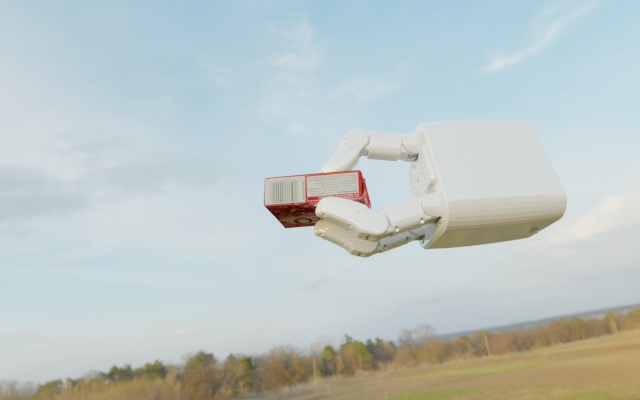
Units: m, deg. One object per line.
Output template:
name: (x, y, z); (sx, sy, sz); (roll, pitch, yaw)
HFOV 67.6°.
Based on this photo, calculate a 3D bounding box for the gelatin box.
gelatin box: (0.000, 0.001, 0.440); (0.089, 0.030, 0.073); (-4, -19, 9)
